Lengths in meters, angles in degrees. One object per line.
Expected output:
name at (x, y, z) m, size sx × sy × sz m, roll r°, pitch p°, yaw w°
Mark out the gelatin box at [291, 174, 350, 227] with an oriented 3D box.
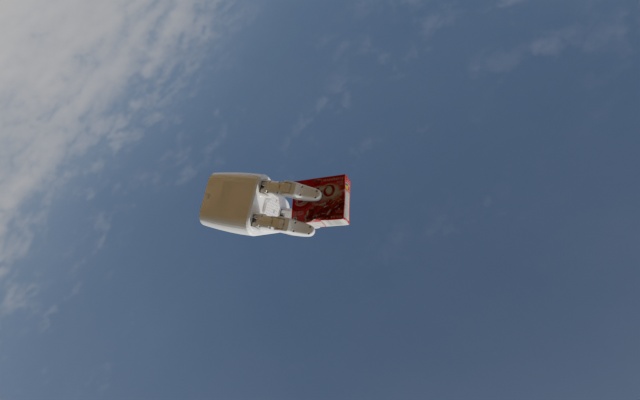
gelatin box at (0.001, 0.003, 0.734) m, size 0.089 × 0.073 × 0.030 m, roll -6°, pitch -24°, yaw 22°
